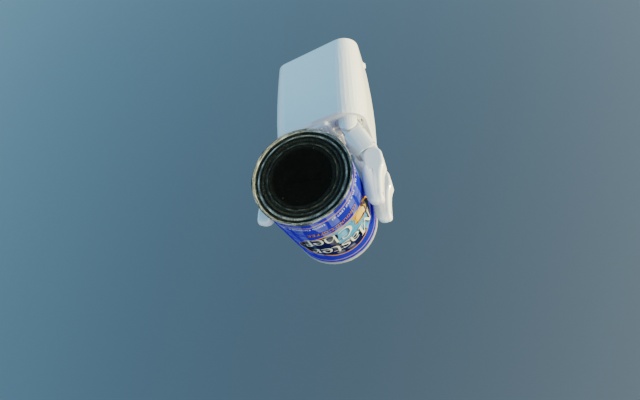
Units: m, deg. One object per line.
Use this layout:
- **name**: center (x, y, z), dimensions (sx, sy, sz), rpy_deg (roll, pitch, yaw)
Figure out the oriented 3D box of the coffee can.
- **coffee can**: center (0.000, 0.002, 0.517), dimensions (0.103, 0.102, 0.140), rpy_deg (0, -22, 17)
